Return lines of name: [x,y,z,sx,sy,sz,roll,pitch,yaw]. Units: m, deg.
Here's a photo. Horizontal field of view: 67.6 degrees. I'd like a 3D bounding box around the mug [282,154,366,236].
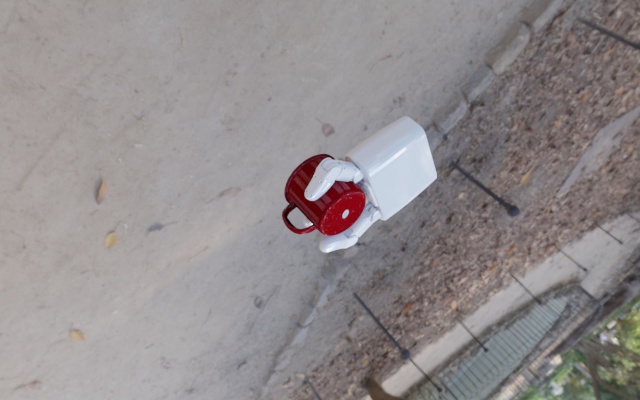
mug: [-0.001,0.003,0.667,0.117,0.081,0.093,-37,-34,-11]
